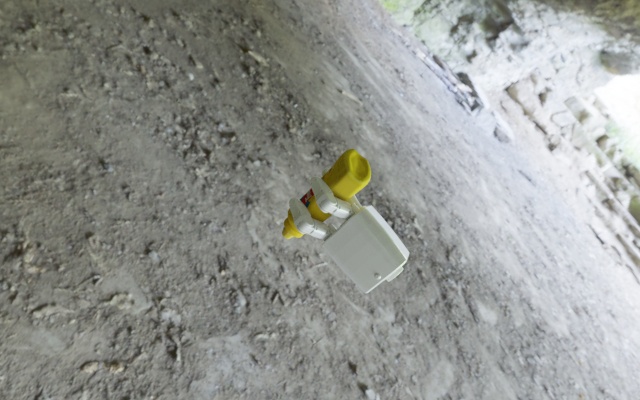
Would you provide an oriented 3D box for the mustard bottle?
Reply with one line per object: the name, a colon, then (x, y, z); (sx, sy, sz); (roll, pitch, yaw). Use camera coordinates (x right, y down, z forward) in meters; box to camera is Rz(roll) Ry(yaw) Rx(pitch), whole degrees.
mustard bottle: (0.000, 0.002, 0.792); (0.058, 0.192, 0.096); (38, 29, -14)
